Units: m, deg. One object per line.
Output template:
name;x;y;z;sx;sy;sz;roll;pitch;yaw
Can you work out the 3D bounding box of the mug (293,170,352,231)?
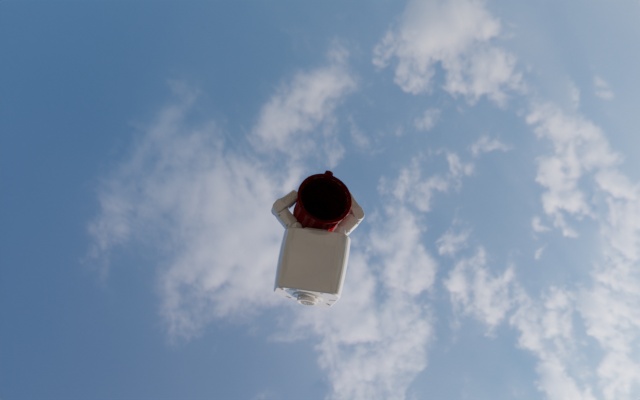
mug;0.000;0.002;0.831;0.093;0.117;0.081;14;-29;-8
